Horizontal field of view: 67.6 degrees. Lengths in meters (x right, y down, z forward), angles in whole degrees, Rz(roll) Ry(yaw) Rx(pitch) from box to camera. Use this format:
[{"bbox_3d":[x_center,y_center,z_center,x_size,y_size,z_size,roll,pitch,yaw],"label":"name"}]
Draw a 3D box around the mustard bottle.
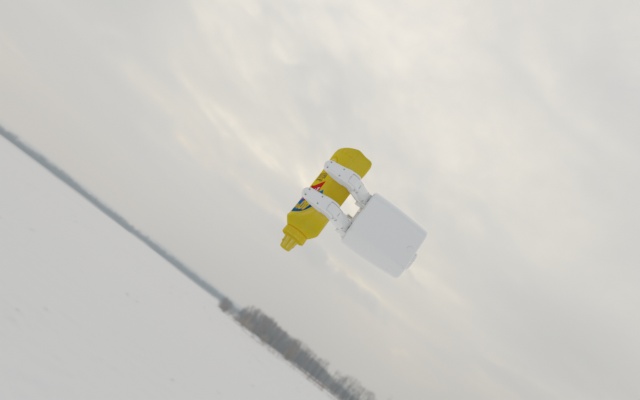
[{"bbox_3d":[0.000,0.002,0.770,0.058,0.191,0.096,43,-16,-19],"label":"mustard bottle"}]
